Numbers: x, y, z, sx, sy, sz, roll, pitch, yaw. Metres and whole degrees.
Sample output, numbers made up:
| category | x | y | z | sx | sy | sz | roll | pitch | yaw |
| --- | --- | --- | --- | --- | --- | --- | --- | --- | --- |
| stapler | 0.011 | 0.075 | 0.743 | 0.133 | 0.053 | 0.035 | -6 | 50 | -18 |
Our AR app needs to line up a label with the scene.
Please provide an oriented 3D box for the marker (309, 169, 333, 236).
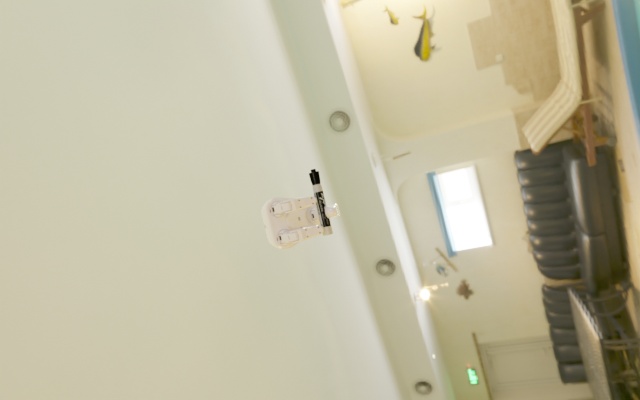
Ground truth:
| category | x | y | z | sx | sy | sz | roll | pitch | yaw |
| --- | --- | --- | --- | --- | --- | --- | --- | --- | --- |
| marker | 0.000 | 0.003 | 0.857 | 0.020 | 0.121 | 0.020 | -13 | 0 | 0 |
